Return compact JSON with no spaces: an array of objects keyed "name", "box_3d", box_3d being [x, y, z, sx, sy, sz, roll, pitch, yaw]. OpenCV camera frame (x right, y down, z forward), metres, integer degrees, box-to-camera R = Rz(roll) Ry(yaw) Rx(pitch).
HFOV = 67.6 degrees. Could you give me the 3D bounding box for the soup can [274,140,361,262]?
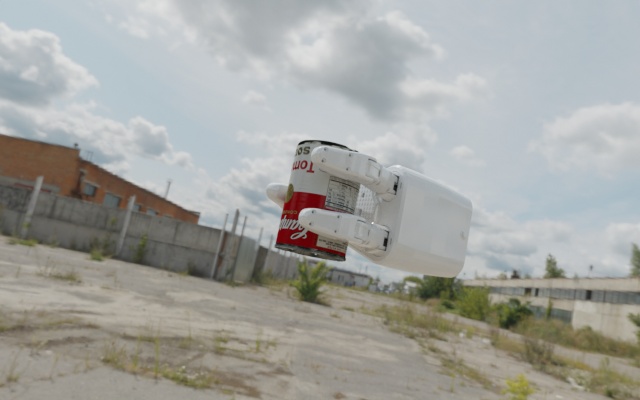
[{"name":"soup can","box_3d":[0.000,0.001,0.451,0.068,0.102,0.068,11,-9,2]}]
